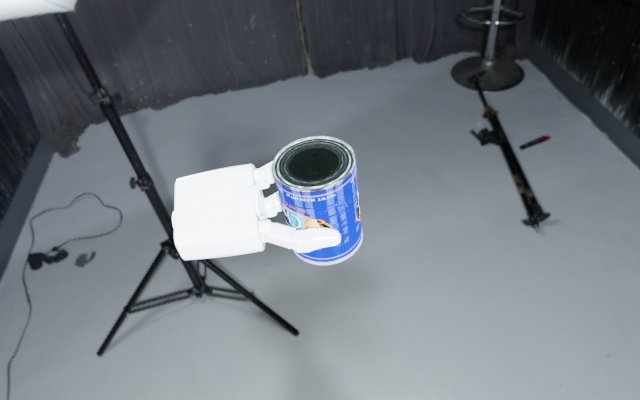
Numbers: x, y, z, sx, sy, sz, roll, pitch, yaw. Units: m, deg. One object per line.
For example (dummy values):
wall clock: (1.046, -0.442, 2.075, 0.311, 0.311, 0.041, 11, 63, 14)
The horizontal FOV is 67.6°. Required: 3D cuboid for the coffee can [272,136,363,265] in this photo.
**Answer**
coffee can: (0.000, 0.002, 0.626, 0.103, 0.140, 0.102, -5, 44, 5)
